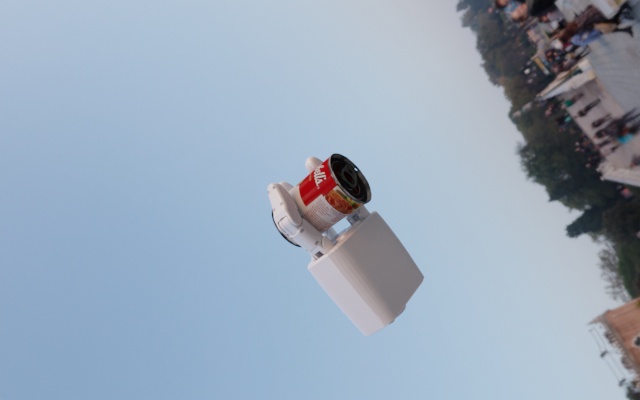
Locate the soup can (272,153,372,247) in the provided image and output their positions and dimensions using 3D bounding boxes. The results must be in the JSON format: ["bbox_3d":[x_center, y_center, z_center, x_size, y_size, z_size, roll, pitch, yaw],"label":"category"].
[{"bbox_3d":[0.000,0.002,0.559,0.102,0.068,0.068,-38,-21,29],"label":"soup can"}]
